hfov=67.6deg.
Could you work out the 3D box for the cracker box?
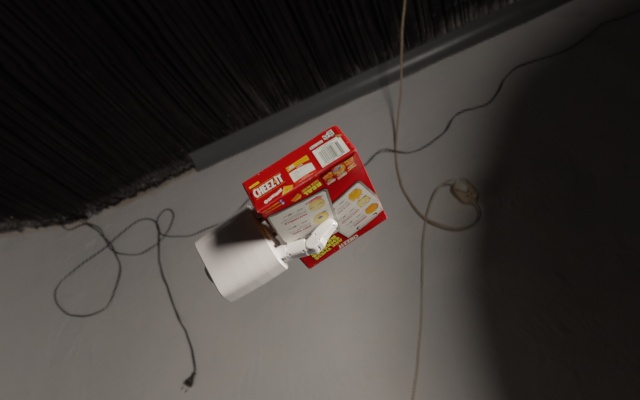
[{"bbox_3d":[0.000,0.003,0.753,0.164,0.072,0.214,-33,-35,1],"label":"cracker box"}]
